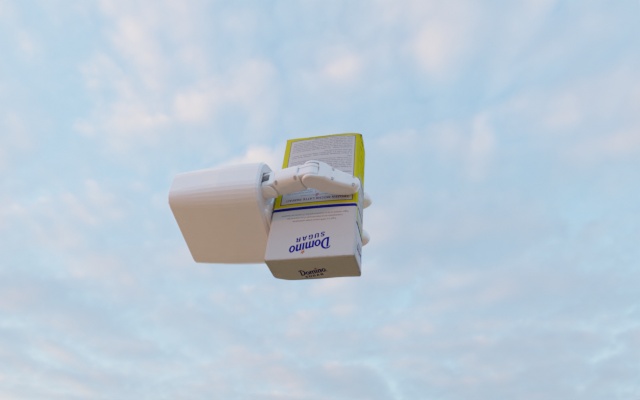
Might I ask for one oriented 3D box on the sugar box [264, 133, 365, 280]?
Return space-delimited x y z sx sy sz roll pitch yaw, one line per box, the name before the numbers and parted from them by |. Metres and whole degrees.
sugar box | 0.000 0.002 0.523 0.093 0.176 0.048 -5 -39 14
